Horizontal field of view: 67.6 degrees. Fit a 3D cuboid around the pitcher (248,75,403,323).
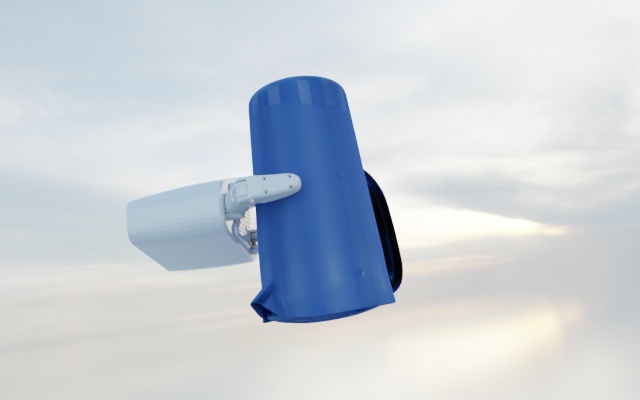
[{"bbox_3d":[0.000,0.002,0.503,0.145,0.242,0.149,-10,-12,8],"label":"pitcher"}]
